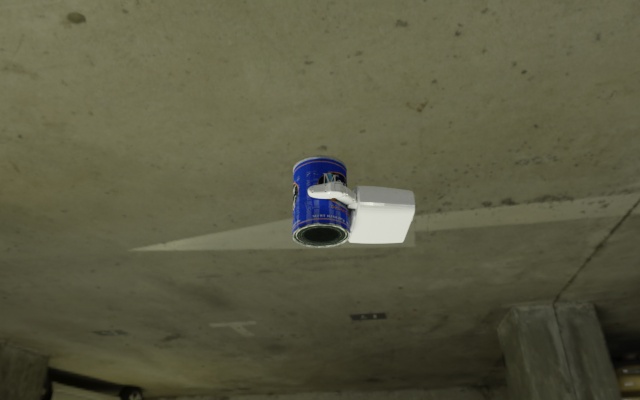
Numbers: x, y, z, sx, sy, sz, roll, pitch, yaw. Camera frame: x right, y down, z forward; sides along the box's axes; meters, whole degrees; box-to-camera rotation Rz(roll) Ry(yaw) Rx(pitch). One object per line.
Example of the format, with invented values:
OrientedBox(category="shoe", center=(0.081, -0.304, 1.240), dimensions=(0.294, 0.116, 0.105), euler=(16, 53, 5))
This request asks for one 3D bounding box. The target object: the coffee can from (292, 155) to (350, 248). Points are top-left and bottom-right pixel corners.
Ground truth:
OrientedBox(category="coffee can", center=(0.000, 0.003, 0.878), dimensions=(0.103, 0.140, 0.103), euler=(-1, -28, 0))
